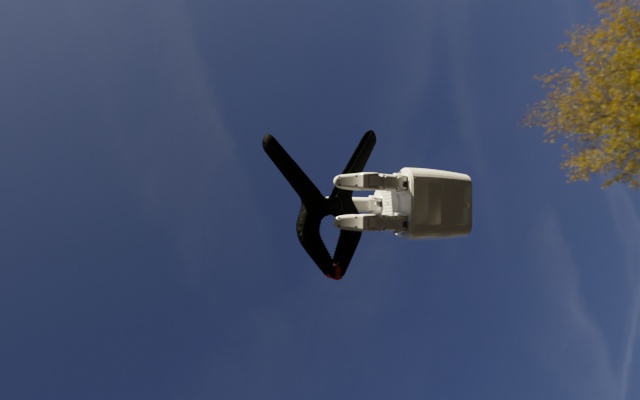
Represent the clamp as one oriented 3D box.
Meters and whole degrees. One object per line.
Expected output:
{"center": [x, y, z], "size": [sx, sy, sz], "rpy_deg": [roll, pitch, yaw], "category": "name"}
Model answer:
{"center": [0.000, 0.003, 0.650], "size": [0.164, 0.210, 0.036], "rpy_deg": [2, -2, -20], "category": "clamp"}
